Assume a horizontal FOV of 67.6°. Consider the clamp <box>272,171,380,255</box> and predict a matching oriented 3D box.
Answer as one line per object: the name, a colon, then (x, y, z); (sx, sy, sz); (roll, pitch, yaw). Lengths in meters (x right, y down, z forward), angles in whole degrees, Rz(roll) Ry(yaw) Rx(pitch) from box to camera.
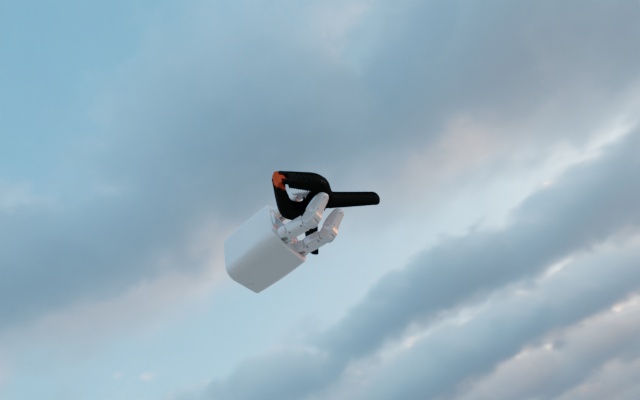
clamp: (-0.001, 0.002, 0.803); (0.164, 0.036, 0.210); (-37, -42, 8)
